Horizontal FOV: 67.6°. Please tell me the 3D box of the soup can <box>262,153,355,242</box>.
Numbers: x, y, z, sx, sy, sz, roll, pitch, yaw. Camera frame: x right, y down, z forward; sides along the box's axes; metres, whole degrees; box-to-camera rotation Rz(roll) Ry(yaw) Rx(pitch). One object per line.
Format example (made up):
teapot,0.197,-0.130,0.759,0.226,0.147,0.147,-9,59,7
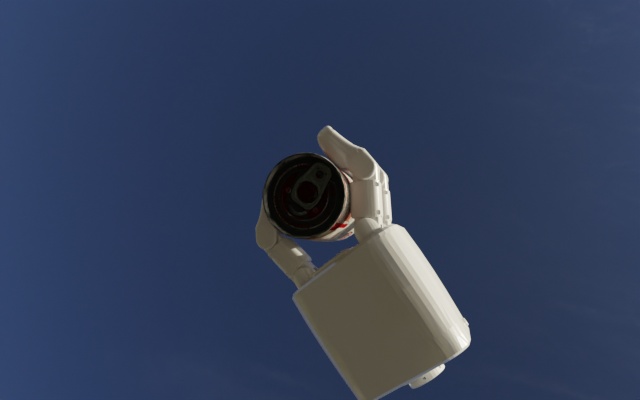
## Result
soup can,0.000,0.001,0.419,0.068,0.068,0.102,0,-6,16
